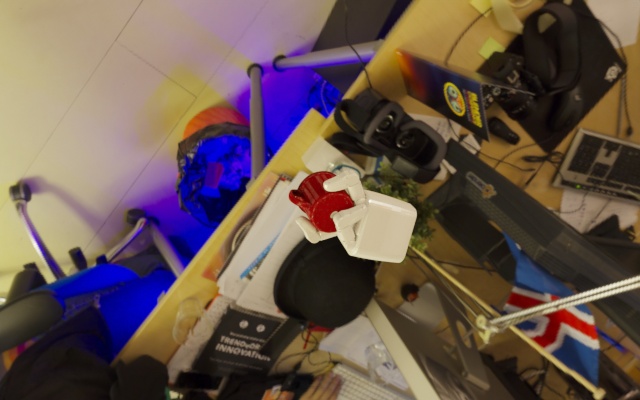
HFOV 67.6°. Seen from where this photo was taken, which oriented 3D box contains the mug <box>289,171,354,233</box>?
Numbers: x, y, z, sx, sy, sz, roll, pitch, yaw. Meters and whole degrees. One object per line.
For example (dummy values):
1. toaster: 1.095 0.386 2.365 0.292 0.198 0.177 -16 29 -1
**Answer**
1. mug: -0.001 0.003 0.848 0.117 0.093 0.081 13 21 -24
